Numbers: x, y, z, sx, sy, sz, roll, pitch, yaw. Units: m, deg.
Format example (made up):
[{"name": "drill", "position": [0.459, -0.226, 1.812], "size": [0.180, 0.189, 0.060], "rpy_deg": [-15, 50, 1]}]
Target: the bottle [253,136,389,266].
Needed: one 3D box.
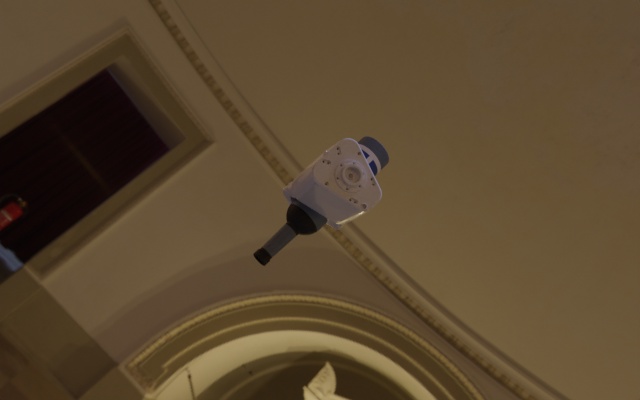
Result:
[{"name": "bottle", "position": [0.000, 0.003, 0.826], "size": [0.295, 0.069, 0.069], "rpy_deg": [-43, 18, -21]}]
